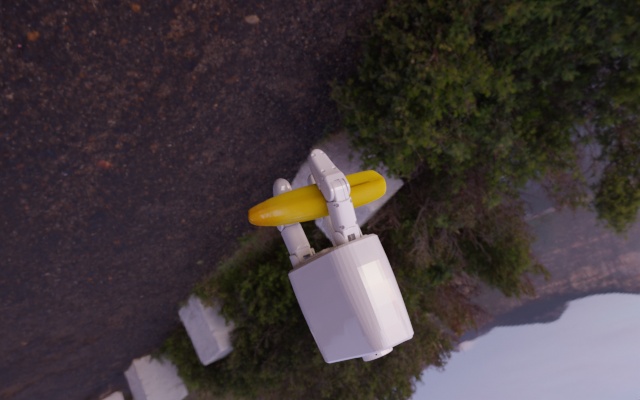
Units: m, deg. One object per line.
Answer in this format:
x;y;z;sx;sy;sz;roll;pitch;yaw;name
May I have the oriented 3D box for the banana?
0.015;-0.004;0.519;0.069;0.037;0.198;-21;-4;44;banana
